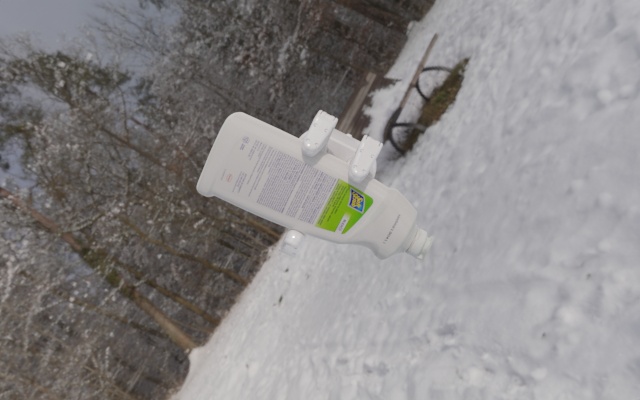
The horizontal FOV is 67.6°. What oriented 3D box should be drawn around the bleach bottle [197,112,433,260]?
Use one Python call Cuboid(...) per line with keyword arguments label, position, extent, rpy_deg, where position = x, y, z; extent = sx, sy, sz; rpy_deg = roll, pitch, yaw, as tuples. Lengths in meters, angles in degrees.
Cuboid(label="bleach bottle", position=(0.000, 0.002, 0.521), extent=(0.251, 0.102, 0.068), rpy_deg=(27, 16, 0))
